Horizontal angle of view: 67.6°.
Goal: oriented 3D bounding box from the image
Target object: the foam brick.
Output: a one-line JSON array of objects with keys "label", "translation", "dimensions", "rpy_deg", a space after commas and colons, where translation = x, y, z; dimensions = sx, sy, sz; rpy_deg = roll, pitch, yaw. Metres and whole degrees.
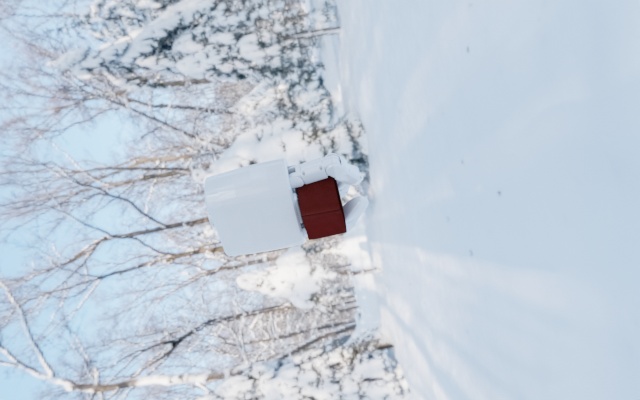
[{"label": "foam brick", "translation": [0.000, 0.002, 0.606], "dimensions": [0.051, 0.078, 0.053], "rpy_deg": [-12, -39, 1]}]
